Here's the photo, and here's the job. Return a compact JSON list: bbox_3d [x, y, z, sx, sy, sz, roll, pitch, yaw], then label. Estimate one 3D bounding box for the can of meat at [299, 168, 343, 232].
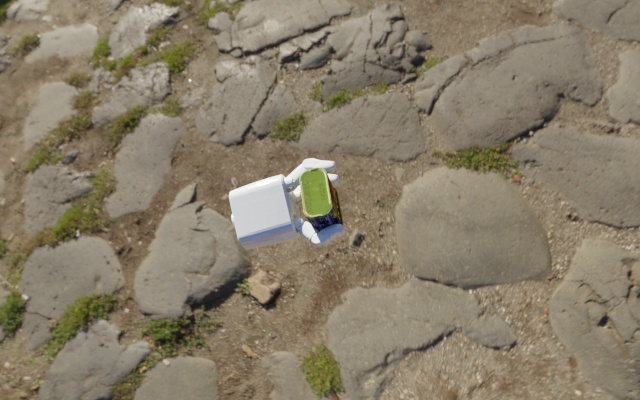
[{"bbox_3d":[0.000,0.003,0.858,0.057,0.102,0.084,-14,-28,8],"label":"can of meat"}]
